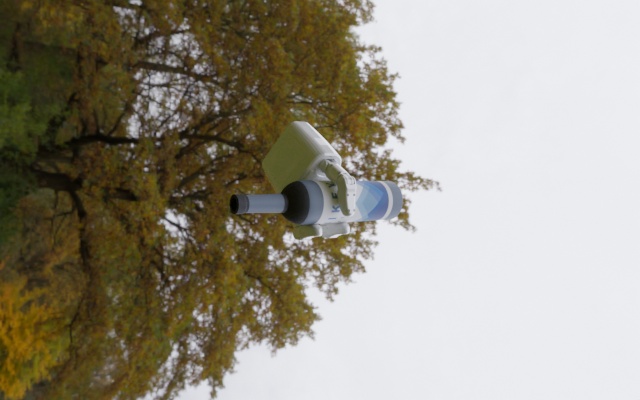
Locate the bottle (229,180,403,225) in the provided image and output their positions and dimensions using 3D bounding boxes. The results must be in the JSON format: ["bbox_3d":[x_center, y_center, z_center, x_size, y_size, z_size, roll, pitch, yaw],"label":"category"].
[{"bbox_3d":[0.000,0.002,0.735,0.296,0.069,0.069,-1,1,-37],"label":"bottle"}]
